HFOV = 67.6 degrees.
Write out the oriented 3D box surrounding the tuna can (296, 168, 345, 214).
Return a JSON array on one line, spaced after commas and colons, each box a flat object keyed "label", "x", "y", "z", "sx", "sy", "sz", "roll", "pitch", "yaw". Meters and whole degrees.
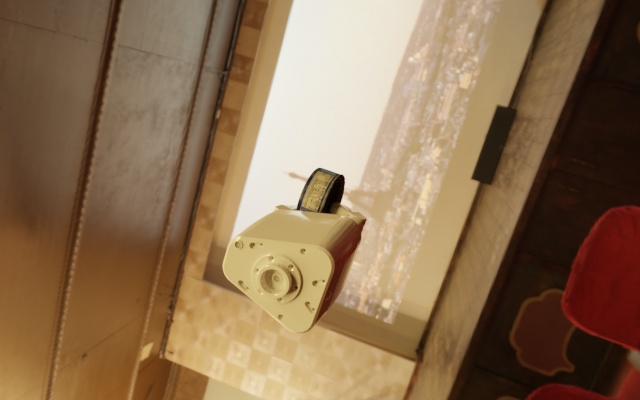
[{"label": "tuna can", "x": 0.000, "y": 0.002, "z": 0.614, "sx": 0.034, "sy": 0.086, "sz": 0.086, "roll": 20, "pitch": 5, "yaw": 15}]
